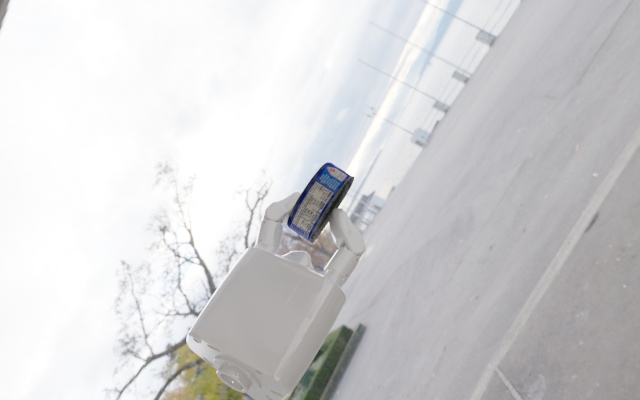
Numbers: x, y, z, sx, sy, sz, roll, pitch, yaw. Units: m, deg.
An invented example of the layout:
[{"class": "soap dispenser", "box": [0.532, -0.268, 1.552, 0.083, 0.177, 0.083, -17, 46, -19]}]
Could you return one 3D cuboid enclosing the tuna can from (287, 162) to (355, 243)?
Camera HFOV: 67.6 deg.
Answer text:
[{"class": "tuna can", "box": [0.000, 0.001, 0.517, 0.034, 0.086, 0.086, 33, 4, 7]}]
